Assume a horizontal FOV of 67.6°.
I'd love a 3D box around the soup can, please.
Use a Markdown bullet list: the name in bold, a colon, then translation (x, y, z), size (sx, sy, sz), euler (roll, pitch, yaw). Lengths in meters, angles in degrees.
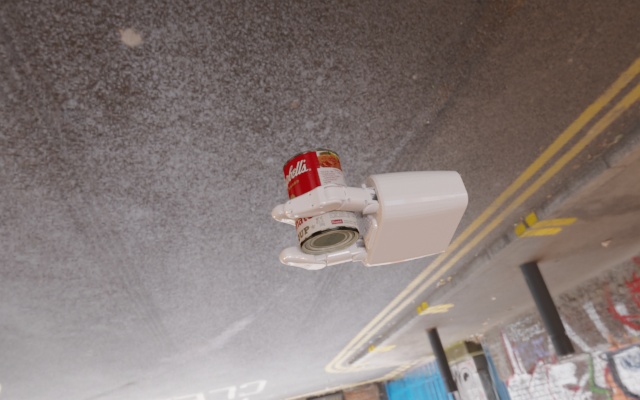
- **soup can**: translation (0.000, 0.002, 0.536), size (0.068, 0.102, 0.068), euler (-11, -26, -5)
